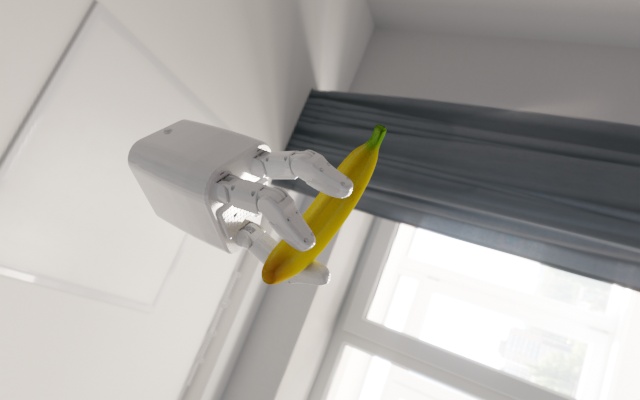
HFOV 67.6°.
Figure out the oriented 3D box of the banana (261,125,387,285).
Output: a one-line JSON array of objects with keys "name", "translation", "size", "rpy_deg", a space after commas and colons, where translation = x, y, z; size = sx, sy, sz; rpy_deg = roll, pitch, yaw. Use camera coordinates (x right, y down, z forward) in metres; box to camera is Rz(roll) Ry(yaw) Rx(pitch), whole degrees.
[{"name": "banana", "translation": [0.004, 0.009, 0.470], "size": [0.037, 0.197, 0.070], "rpy_deg": [26, -26, 21]}]
